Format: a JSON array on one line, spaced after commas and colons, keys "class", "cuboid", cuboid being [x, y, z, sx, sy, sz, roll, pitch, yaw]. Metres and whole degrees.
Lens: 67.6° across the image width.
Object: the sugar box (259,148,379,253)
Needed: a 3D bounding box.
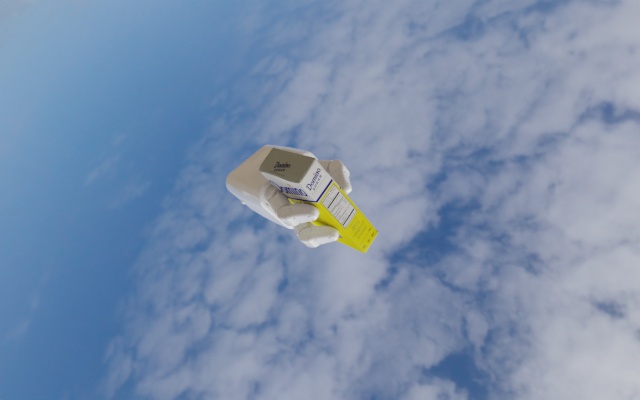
[{"class": "sugar box", "cuboid": [0.000, 0.003, 0.662, 0.093, 0.048, 0.176, 19, -18, 47]}]
